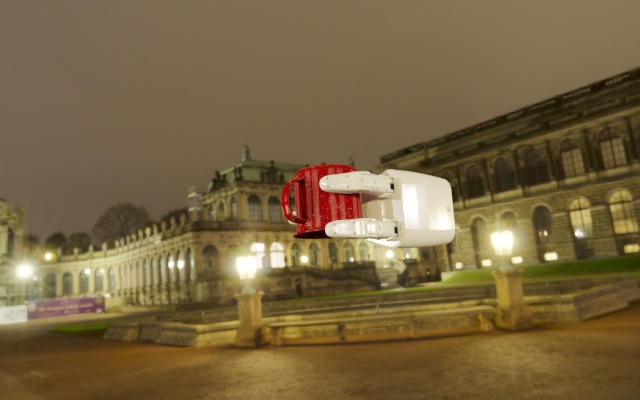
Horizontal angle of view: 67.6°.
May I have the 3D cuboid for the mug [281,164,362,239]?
[{"bbox_3d":[-0.001,0.002,0.594,0.117,0.081,0.093,4,-14,-38],"label":"mug"}]
